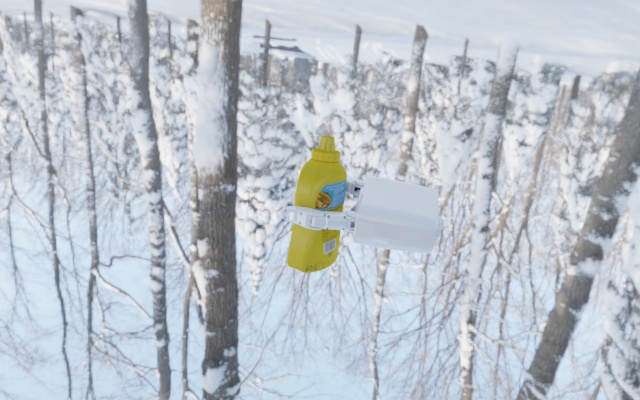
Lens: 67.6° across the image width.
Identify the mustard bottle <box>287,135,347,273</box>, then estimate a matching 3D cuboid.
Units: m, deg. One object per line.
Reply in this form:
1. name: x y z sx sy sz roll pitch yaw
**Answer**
1. mustard bottle: 0.000 0.002 0.687 0.058 0.192 0.096 18 20 31
